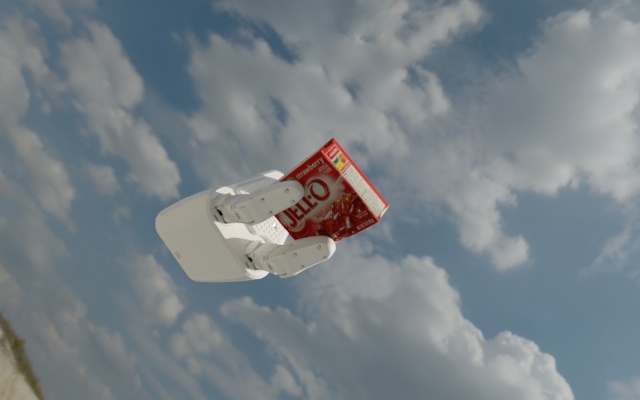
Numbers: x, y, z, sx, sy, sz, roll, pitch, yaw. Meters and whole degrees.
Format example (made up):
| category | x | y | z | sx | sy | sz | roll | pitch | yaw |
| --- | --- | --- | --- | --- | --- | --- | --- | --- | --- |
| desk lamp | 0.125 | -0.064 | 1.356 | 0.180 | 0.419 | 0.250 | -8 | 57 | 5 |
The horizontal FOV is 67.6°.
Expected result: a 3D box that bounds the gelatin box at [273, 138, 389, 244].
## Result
| category | x | y | z | sx | sy | sz | roll | pitch | yaw |
| --- | --- | --- | --- | --- | --- | --- | --- | --- | --- |
| gelatin box | 0.000 | 0.001 | 0.403 | 0.089 | 0.073 | 0.030 | -33 | 11 | 40 |
